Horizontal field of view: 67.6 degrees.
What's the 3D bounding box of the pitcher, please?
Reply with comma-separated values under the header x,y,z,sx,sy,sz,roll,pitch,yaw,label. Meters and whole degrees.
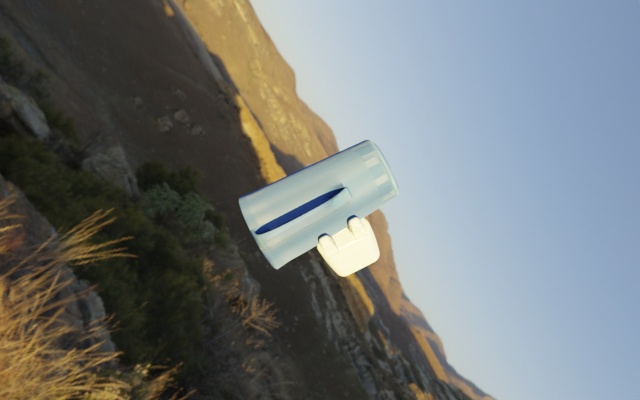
x,y,z,sx,sy,sz,roll,pitch,yaw,label
0.000,0.003,0.773,0.243,0.149,0.145,-28,-38,1,pitcher
